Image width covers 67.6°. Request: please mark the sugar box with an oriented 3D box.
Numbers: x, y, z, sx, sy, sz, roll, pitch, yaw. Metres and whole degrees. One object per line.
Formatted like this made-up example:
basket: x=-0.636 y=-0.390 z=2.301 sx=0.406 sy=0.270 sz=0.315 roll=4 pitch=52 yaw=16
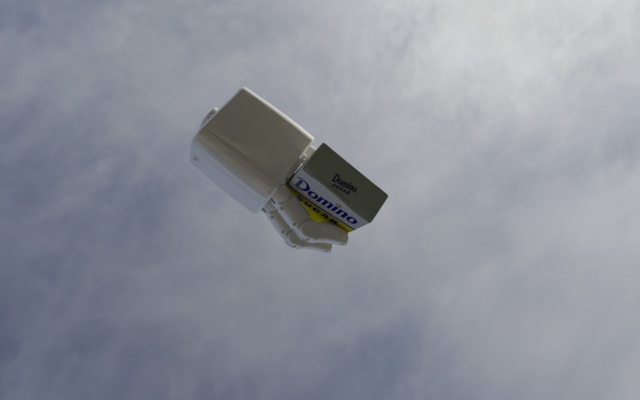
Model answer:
sugar box: x=0.000 y=0.002 z=0.571 sx=0.093 sy=0.048 sz=0.176 roll=39 pitch=-20 yaw=-5
